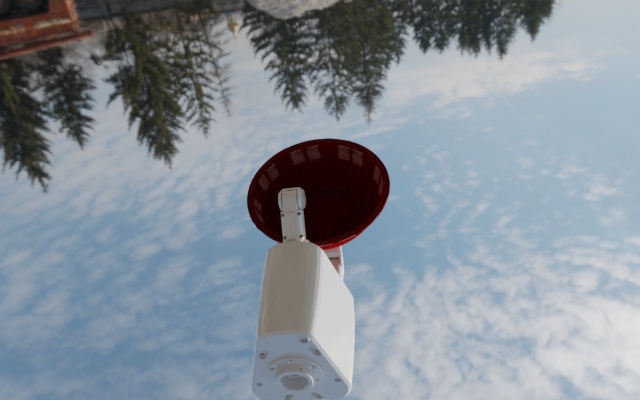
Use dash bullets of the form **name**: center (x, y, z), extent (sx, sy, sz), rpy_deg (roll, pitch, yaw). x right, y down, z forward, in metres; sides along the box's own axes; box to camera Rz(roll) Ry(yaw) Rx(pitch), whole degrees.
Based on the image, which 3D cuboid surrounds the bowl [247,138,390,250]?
- **bowl**: center (0.000, 0.001, 0.553), extent (0.162, 0.162, 0.055), rpy_deg (0, -40, 12)
